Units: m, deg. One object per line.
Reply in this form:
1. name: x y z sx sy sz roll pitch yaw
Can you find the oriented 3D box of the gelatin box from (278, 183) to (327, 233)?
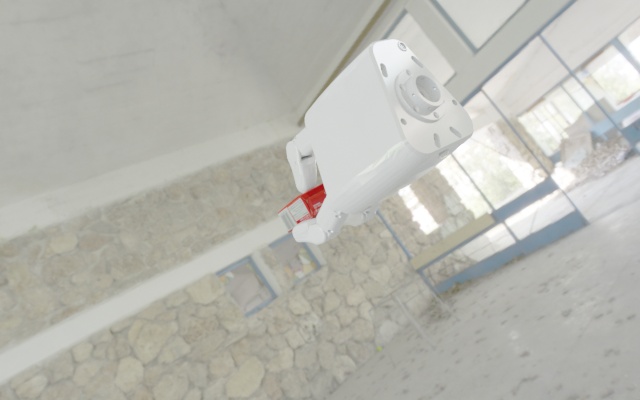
1. gelatin box: 0.000 0.001 0.538 0.073 0.030 0.089 -27 -3 -26
